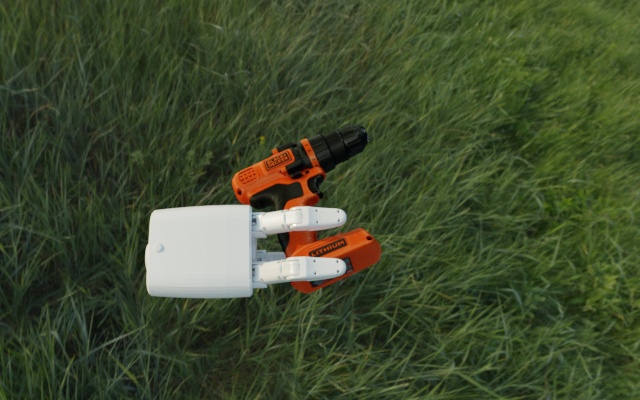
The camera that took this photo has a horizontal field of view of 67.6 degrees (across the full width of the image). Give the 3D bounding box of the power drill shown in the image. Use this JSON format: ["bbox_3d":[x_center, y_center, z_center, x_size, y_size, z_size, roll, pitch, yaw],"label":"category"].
[{"bbox_3d":[0.000,0.002,0.570,0.184,0.187,0.057,-26,-37,0],"label":"power drill"}]
